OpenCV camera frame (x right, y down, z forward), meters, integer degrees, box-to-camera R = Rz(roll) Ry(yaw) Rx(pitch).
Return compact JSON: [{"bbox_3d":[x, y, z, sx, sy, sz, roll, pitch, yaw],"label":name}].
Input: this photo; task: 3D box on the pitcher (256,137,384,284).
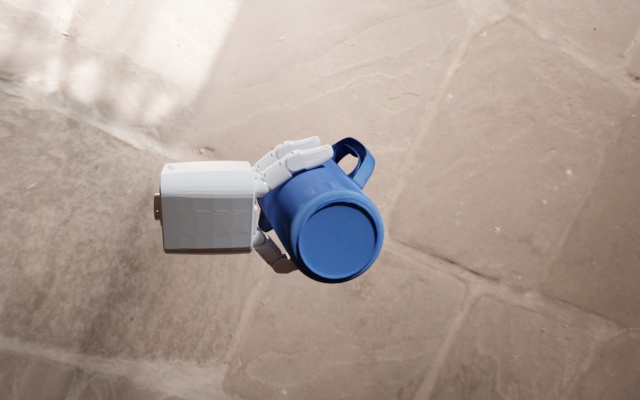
[{"bbox_3d":[0.000,0.002,0.613,0.145,0.149,0.242,0,15,-14],"label":"pitcher"}]
